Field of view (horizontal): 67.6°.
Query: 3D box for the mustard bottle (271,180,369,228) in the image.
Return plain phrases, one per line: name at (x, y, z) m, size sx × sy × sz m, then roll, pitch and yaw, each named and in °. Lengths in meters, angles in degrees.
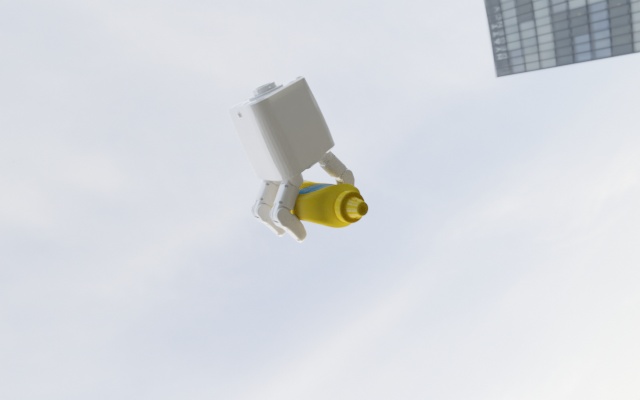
mustard bottle at (0.000, 0.002, 0.657) m, size 0.096 × 0.058 × 0.191 m, roll -7°, pitch 8°, yaw -32°
